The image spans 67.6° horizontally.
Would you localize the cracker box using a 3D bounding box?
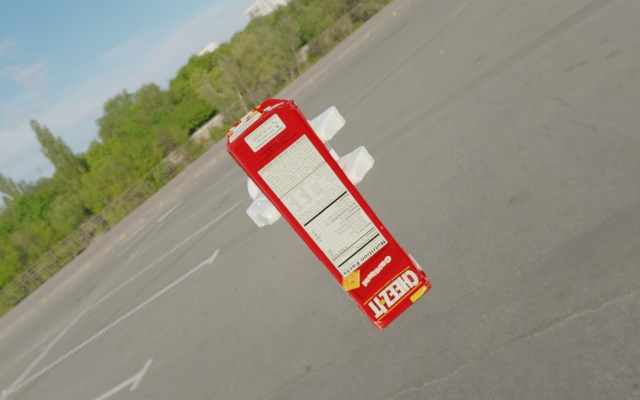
[{"bbox_3d":[0.000,0.002,0.472,0.072,0.214,0.164,-39,16,-1],"label":"cracker box"}]
